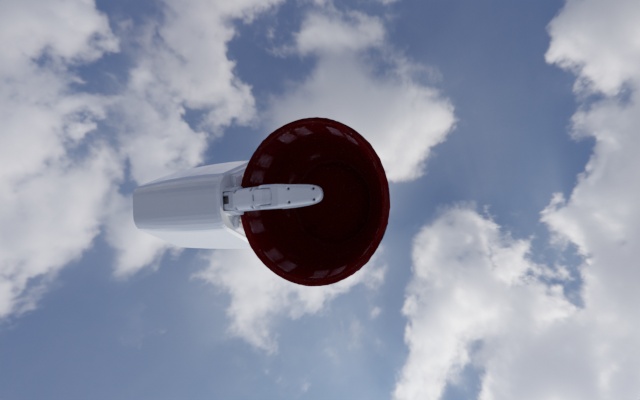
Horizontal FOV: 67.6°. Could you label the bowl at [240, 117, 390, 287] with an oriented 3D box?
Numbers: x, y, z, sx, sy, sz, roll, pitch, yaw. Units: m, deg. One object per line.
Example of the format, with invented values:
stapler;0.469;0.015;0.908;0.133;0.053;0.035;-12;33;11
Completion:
bowl;0.001;0.002;0.478;0.162;0.162;0.055;0;-1;27
